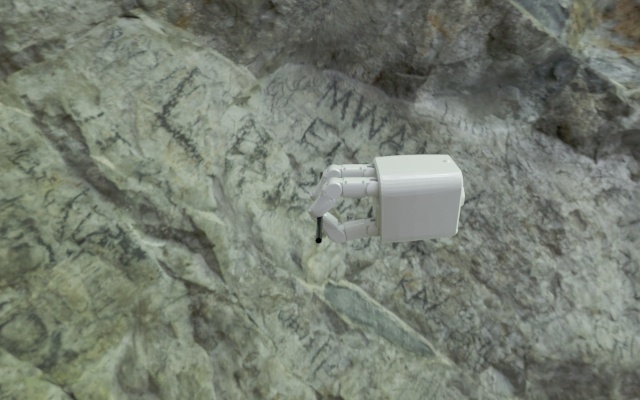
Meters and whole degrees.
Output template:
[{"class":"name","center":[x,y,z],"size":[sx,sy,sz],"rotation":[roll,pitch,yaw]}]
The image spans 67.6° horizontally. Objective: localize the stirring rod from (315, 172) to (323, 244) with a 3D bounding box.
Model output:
[{"class":"stirring rod","center":[0.000,0.002,0.679],"size":[0.011,0.011,0.239],"rotation":[0,22,1]}]
